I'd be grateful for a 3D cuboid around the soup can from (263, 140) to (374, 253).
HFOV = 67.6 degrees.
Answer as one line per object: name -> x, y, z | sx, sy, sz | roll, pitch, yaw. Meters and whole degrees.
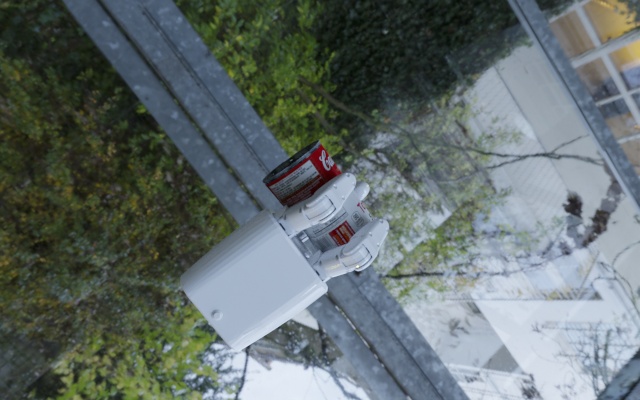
soup can -> 0.001, 0.001, 0.472 | 0.068, 0.102, 0.068 | -34, 11, 8
